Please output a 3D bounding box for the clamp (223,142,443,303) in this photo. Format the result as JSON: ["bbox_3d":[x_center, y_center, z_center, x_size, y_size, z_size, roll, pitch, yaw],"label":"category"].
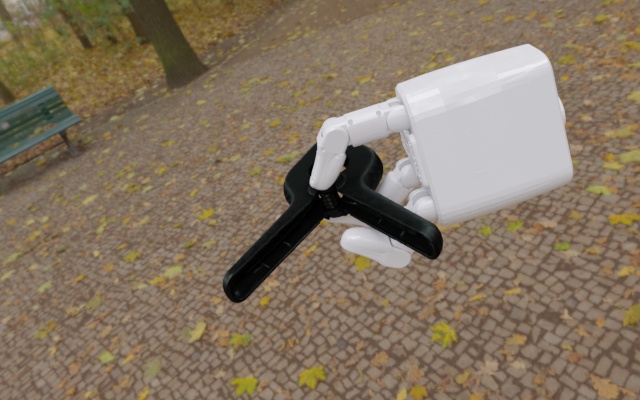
[{"bbox_3d":[0.000,0.000,0.415,0.164,0.036,0.209,-18,32,7],"label":"clamp"}]
